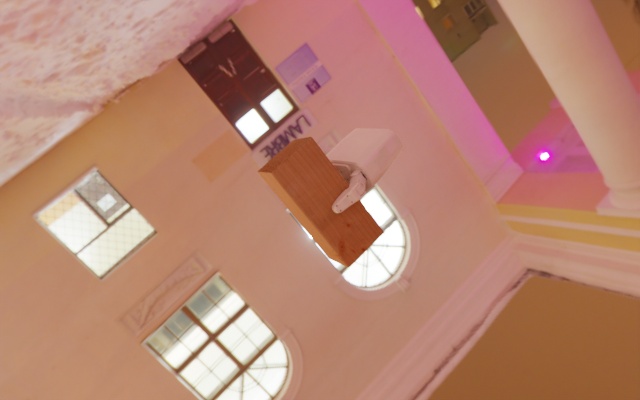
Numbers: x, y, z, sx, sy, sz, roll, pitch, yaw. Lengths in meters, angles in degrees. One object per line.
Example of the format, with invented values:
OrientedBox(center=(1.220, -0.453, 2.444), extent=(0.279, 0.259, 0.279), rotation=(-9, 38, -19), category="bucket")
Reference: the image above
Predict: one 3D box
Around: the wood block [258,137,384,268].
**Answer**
OrientedBox(center=(0.001, 0.002, 0.806), extent=(0.090, 0.206, 0.091), rotation=(-43, 17, -14), category="wood block")
